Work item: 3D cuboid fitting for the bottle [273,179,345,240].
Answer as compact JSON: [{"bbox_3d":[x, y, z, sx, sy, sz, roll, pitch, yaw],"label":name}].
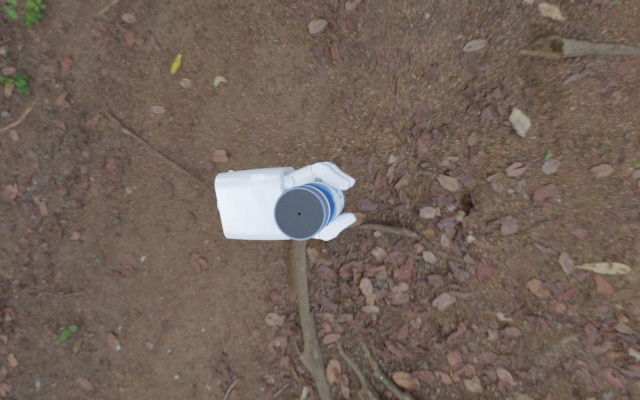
[{"bbox_3d":[0.000,0.002,0.730,0.069,0.069,0.295,0,6,10],"label":"bottle"}]
